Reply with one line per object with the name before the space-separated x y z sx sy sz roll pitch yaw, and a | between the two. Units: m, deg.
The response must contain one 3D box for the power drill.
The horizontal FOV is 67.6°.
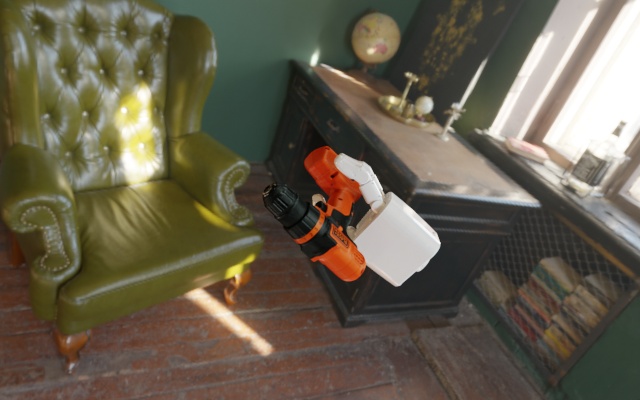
power drill | 0.000 0.002 0.695 0.057 0.184 0.187 -29 28 29
